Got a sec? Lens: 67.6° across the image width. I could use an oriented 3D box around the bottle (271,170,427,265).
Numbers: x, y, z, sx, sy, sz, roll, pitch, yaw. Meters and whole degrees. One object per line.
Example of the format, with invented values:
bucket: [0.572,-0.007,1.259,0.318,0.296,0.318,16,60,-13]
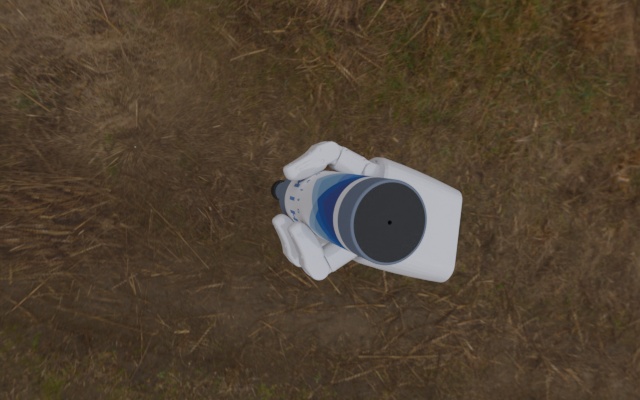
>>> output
bottle: [0.000,0.002,0.498,0.069,0.069,0.295,0,6,-21]
